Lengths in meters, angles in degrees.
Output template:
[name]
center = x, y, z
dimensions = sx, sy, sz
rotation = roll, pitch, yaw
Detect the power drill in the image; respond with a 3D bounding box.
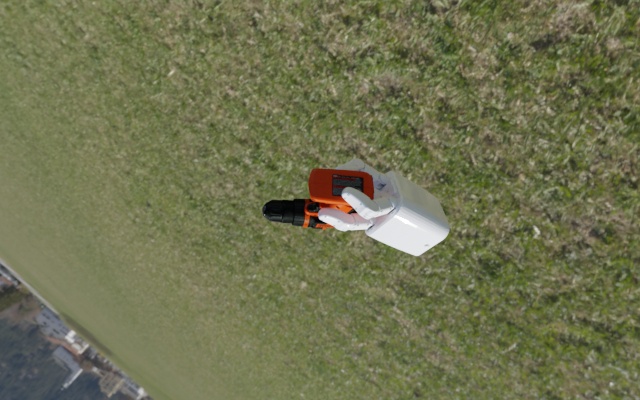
[power drill]
center = 0.000, 0.003, 0.809
dimensions = 0.184, 0.057, 0.188
rotation = 3, -16, -12
